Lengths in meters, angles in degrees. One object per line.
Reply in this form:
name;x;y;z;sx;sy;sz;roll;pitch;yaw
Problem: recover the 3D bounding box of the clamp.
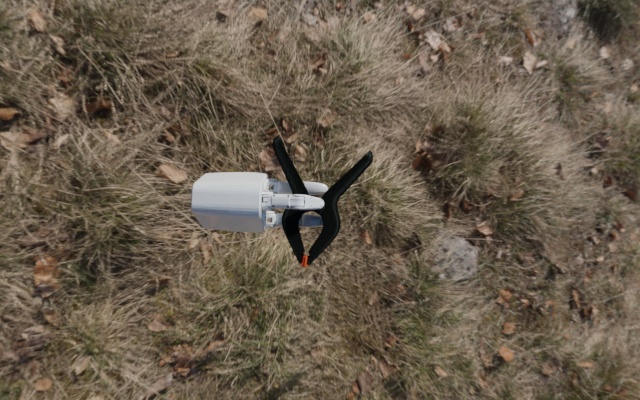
clamp;0.000;0.003;0.771;0.164;0.210;0.036;2;-3;1
